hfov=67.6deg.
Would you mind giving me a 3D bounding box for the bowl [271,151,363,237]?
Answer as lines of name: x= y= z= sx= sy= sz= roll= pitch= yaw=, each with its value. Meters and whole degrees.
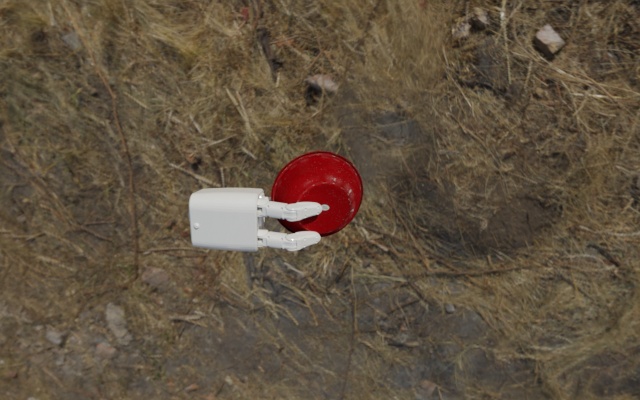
bowl: x=0.001 y=0.002 z=0.794 sx=0.162 sy=0.162 sz=0.055 roll=0 pitch=24 yaw=-12
